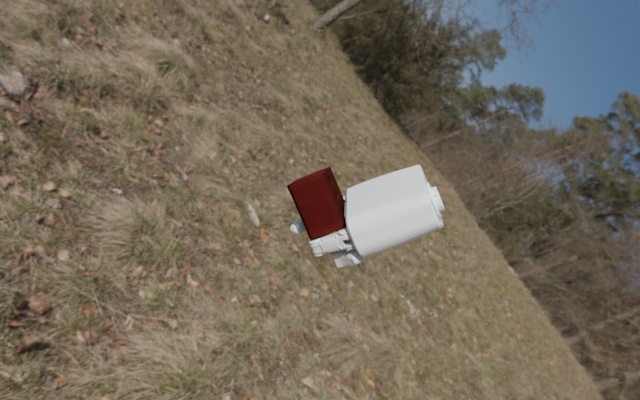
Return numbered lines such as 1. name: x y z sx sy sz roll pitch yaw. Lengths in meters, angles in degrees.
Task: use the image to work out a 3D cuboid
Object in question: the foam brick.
1. foam brick: 0.000 0.002 0.627 0.051 0.078 0.053 -21 9 17
